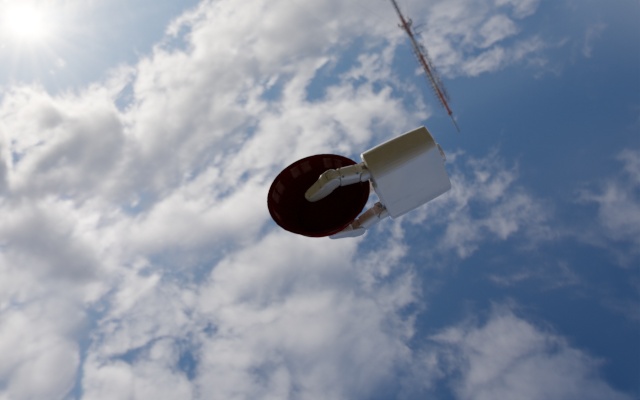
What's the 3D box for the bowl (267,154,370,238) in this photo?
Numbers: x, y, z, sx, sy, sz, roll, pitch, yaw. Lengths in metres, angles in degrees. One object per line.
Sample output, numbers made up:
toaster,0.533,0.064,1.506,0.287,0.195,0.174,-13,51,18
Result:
bowl,-0.001,0.003,0.752,0.162,0.162,0.055,0,-38,14
